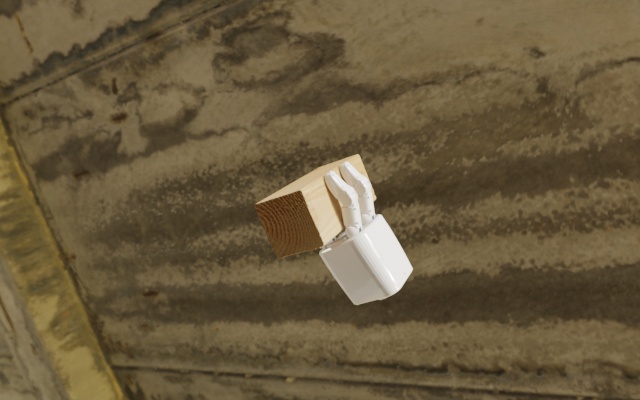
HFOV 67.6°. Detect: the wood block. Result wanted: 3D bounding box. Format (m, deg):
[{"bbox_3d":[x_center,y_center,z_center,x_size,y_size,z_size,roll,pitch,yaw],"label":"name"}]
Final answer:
[{"bbox_3d":[0.000,0.003,0.767,0.091,0.090,0.206,-18,9,32],"label":"wood block"}]
